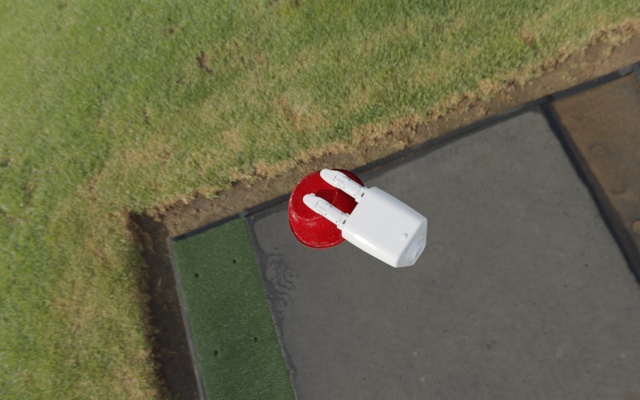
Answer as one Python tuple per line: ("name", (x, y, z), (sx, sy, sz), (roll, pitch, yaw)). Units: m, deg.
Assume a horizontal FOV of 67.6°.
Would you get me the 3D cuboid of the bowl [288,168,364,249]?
("bowl", (-0.001, 0.002, 0.863), (0.162, 0.162, 0.055), (0, -24, 30))
